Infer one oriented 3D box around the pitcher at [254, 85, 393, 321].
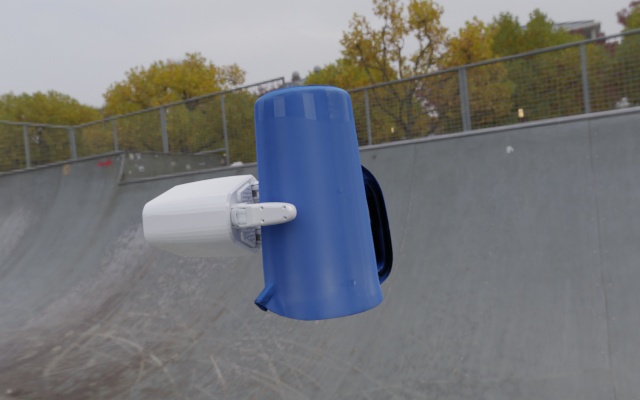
[{"bbox_3d":[0.000,0.002,0.540,0.145,0.243,0.149,-6,1,11],"label":"pitcher"}]
